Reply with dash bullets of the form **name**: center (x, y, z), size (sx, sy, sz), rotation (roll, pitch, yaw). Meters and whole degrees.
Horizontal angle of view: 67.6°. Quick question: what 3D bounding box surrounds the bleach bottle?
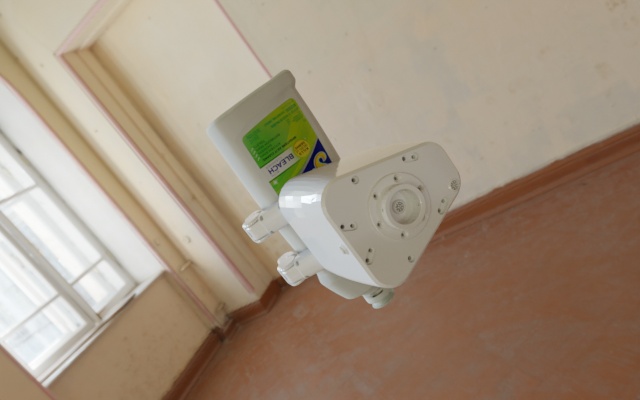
- **bleach bottle**: center (0.000, 0.002, 0.484), size (0.102, 0.251, 0.068), rotation (-40, 12, -14)
